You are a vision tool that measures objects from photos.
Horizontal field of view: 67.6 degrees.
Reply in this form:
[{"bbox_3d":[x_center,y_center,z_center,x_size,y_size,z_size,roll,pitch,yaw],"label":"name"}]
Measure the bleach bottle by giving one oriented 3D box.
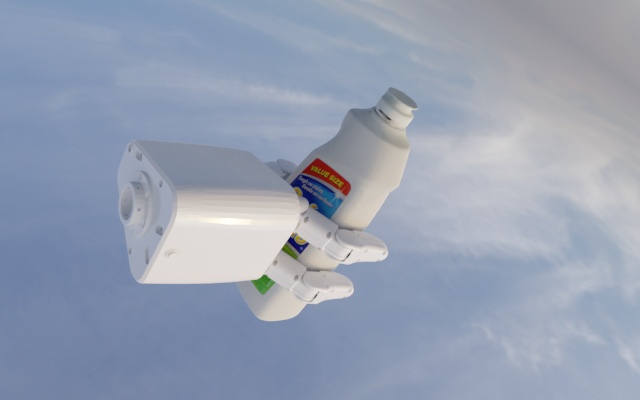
[{"bbox_3d":[0.000,0.002,0.447,0.068,0.251,0.102,3,43,-42],"label":"bleach bottle"}]
